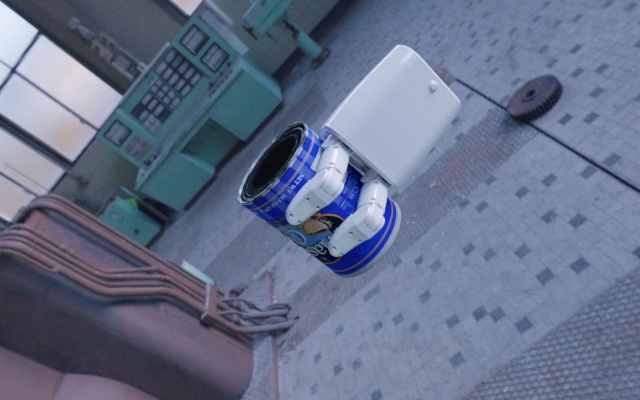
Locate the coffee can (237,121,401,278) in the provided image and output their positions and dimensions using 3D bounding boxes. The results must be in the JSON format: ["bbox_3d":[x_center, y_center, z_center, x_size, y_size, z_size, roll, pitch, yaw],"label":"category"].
[{"bbox_3d":[0.000,0.002,0.500,0.140,0.102,0.103,39,-18,-24],"label":"coffee can"}]
